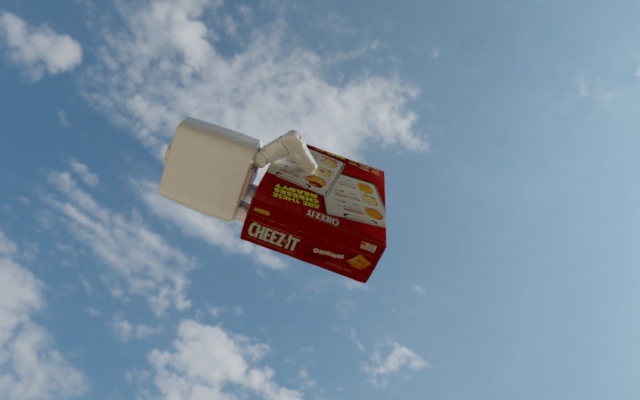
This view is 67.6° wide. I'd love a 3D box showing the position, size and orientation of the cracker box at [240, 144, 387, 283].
[{"bbox_3d":[0.000,0.002,0.643,0.164,0.072,0.213,20,27,-3],"label":"cracker box"}]
